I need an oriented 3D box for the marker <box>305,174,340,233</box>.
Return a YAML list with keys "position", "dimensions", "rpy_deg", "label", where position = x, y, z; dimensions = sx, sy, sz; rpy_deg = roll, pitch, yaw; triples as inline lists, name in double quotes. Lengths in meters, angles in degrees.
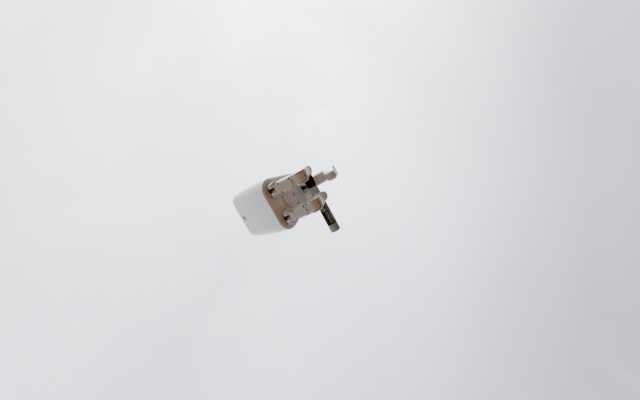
- position: [0.000, 0.003, 0.869]
  dimensions: [0.020, 0.121, 0.020]
  rpy_deg: [-27, 11, 6]
  label: "marker"
